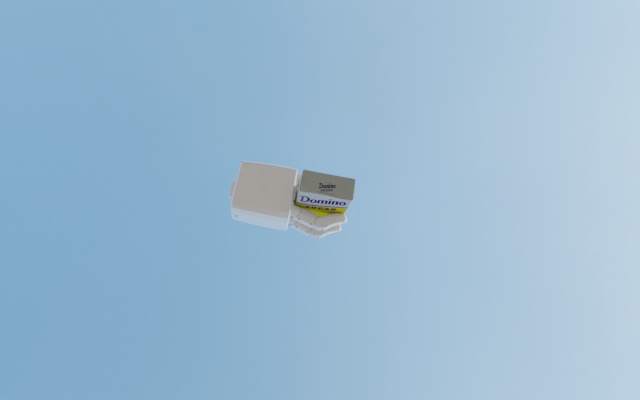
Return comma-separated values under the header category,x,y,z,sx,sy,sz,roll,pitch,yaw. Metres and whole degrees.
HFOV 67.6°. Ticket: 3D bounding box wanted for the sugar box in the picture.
category,x,y,z,sx,sy,sz,roll,pitch,yaw
sugar box,0.000,0.003,0.872,0.093,0.048,0.176,10,-18,-4
